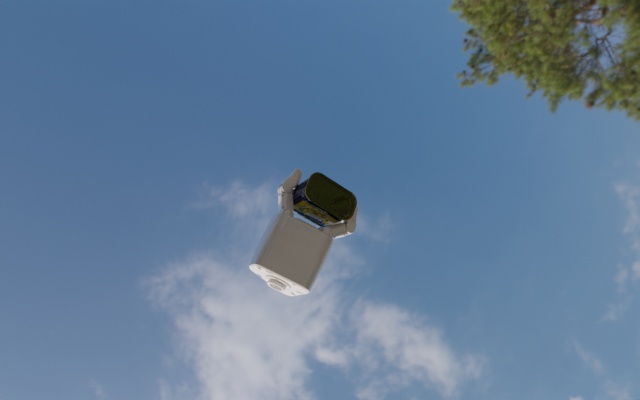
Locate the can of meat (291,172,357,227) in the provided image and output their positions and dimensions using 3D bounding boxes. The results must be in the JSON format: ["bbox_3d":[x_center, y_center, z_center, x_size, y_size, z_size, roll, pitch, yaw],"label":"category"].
[{"bbox_3d":[0.000,0.003,0.865,0.102,0.057,0.084,31,-27,-19],"label":"can of meat"}]
